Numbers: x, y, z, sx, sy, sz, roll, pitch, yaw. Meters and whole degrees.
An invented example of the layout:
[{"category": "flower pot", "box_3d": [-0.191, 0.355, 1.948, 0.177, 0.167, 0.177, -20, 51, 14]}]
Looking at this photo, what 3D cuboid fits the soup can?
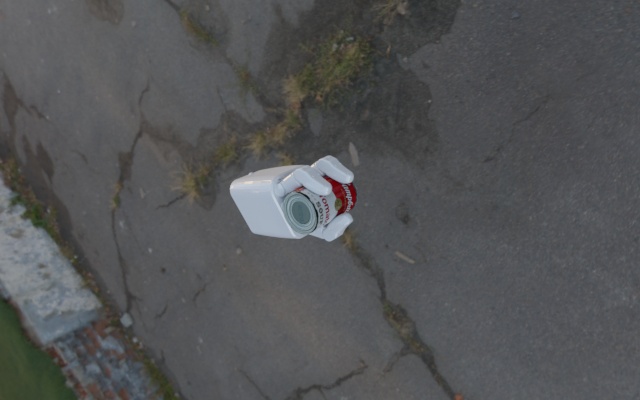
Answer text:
[{"category": "soup can", "box_3d": [0.000, 0.003, 0.722, 0.068, 0.068, 0.102, 0, 19, 41]}]
